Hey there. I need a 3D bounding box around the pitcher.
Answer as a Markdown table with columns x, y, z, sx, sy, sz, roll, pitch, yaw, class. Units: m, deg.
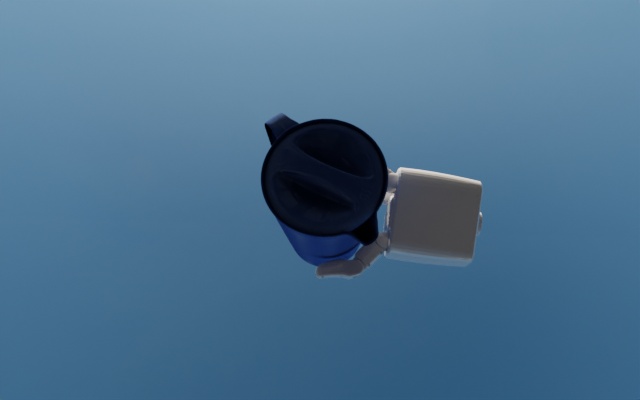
| x | y | z | sx | sy | sz | roll | pitch | yaw | class |
| --- | --- | --- | --- | --- | --- | --- | --- | --- | --- |
| 0.000 | 0.002 | 0.606 | 0.145 | 0.149 | 0.243 | 6 | -18 | 3 | pitcher |
